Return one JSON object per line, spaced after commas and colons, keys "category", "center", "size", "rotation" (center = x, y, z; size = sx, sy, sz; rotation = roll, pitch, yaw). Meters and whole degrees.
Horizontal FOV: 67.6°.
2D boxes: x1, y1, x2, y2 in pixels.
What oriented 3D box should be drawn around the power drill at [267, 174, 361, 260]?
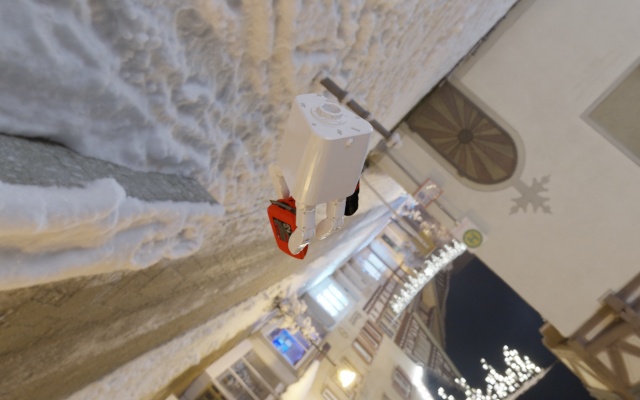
{"category": "power drill", "center": [0.000, 0.003, 0.766], "size": [0.057, 0.185, 0.187], "rotation": [20, 53, 29]}
